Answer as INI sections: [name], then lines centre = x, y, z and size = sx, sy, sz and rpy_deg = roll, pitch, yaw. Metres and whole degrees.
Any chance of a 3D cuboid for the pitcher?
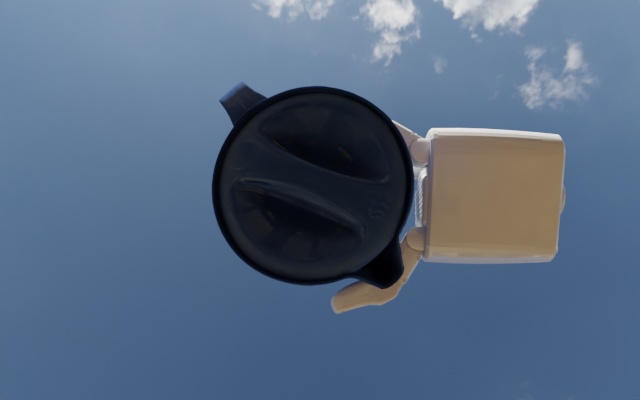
[pitcher]
centre = 0.000, 0.001, 0.422
size = 0.145, 0.149, 0.243
rpy_deg = 2, -11, 7
